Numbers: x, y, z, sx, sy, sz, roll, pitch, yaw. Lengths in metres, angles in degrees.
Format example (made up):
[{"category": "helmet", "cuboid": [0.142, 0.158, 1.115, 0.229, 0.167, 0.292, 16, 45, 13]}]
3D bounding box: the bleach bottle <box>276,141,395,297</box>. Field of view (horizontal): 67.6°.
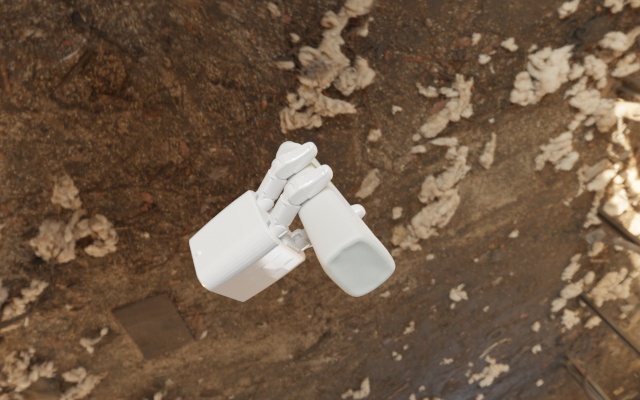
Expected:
[{"category": "bleach bottle", "cuboid": [0.000, 0.002, 0.618, 0.103, 0.068, 0.250, 48, 7, -42]}]
